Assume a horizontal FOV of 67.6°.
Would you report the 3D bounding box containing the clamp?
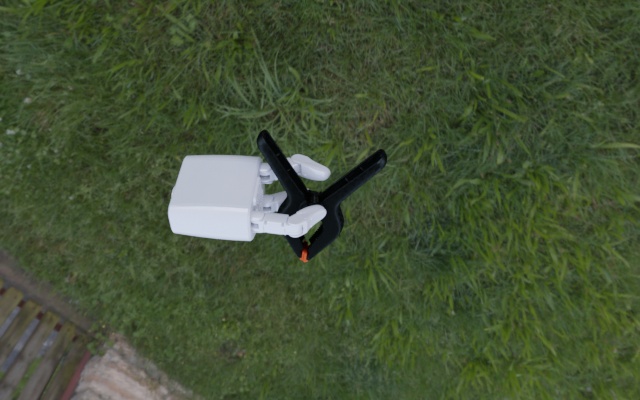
[{"bbox_3d":[0.000,0.003,0.651,0.164,0.210,0.036,5,38,4],"label":"clamp"}]
